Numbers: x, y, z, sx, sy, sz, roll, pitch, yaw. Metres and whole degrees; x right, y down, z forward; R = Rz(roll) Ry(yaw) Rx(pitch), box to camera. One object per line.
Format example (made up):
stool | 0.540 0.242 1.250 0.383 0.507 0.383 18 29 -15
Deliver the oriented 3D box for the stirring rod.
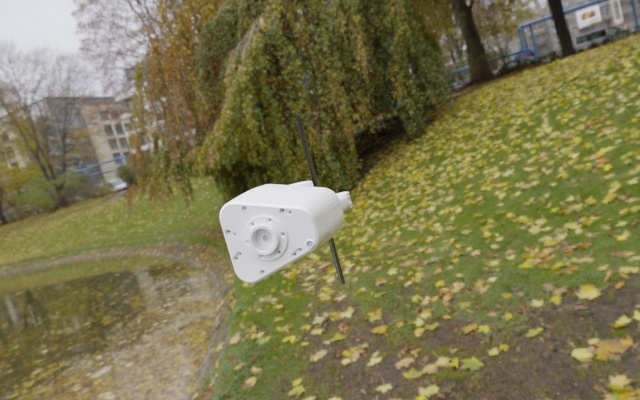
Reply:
stirring rod | 0.000 0.002 0.664 0.011 0.239 0.011 -15 6 2
